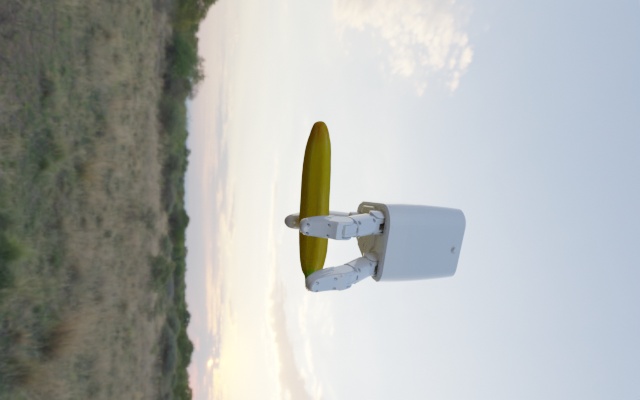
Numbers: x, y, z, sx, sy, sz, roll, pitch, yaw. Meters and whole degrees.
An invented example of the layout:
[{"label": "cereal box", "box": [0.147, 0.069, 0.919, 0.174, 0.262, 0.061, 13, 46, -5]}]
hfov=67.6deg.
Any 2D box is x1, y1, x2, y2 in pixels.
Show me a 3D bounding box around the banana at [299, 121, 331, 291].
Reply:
[{"label": "banana", "box": [-0.004, 0.007, 0.579, 0.037, 0.198, 0.069, 3, -5, -13]}]
